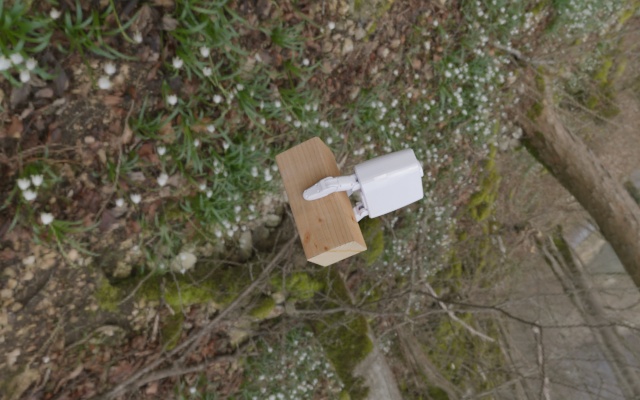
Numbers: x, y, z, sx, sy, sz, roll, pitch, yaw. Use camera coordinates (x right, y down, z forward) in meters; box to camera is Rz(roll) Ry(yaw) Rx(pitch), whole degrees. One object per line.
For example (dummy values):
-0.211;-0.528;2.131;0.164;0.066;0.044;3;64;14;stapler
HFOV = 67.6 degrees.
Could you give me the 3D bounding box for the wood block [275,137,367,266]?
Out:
0.000;0.003;0.867;0.090;0.206;0.091;-24;-22;13;wood block
